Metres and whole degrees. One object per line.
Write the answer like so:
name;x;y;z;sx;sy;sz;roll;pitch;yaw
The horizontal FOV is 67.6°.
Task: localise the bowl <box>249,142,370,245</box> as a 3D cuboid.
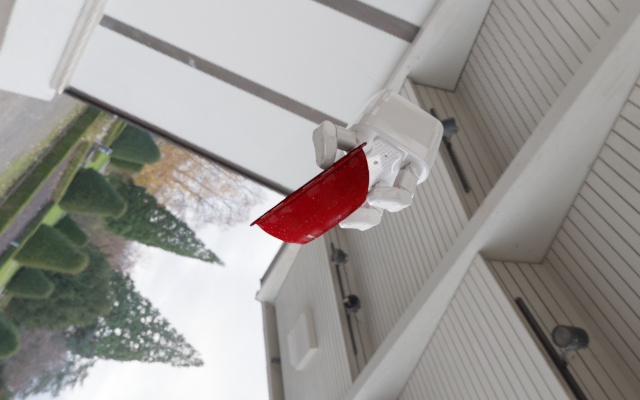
bowl;-0.001;0.003;0.542;0.162;0.055;0.162;-35;3;2
